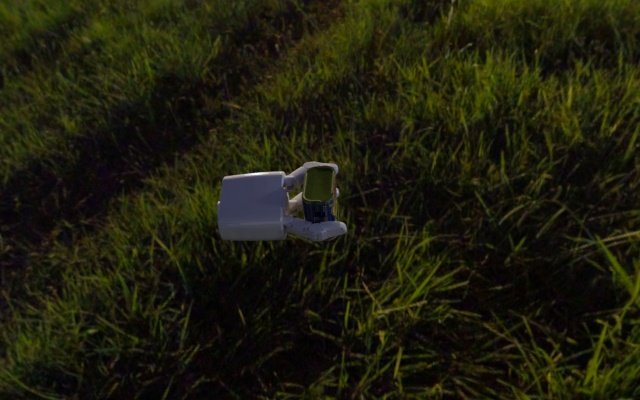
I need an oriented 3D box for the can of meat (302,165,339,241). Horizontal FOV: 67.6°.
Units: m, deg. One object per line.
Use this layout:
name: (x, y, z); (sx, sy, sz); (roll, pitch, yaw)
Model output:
can of meat: (0.000, 0.002, 0.798); (0.057, 0.084, 0.102); (-1, 40, 5)
